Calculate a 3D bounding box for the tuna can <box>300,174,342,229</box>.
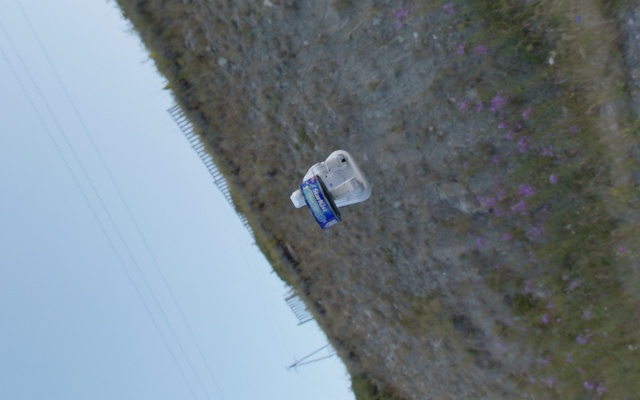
[{"bbox_3d":[0.000,0.003,0.774,0.034,0.086,0.086,-28,-4,7],"label":"tuna can"}]
